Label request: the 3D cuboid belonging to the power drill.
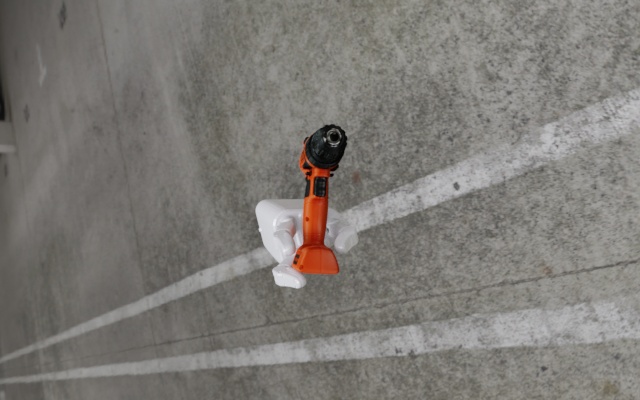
[{"bbox_3d":[0.000,0.003,0.638,0.057,0.187,0.184,5,-6,-6],"label":"power drill"}]
